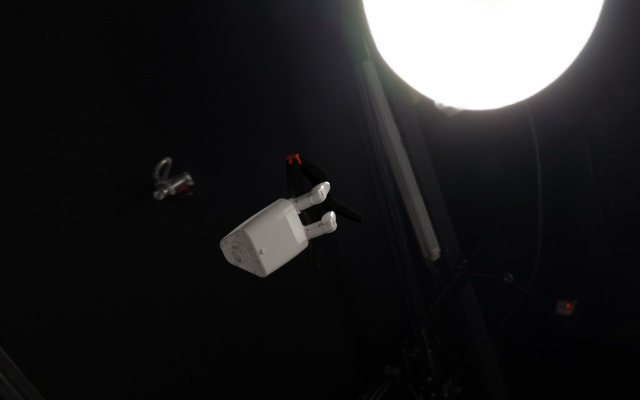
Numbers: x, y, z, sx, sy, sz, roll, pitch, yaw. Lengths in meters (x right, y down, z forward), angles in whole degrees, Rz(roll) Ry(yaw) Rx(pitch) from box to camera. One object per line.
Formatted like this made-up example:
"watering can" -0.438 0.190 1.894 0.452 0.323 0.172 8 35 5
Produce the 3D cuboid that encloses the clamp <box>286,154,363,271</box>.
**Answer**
"clamp" -0.001 0.003 0.896 0.036 0.210 0.164 -4 24 46
